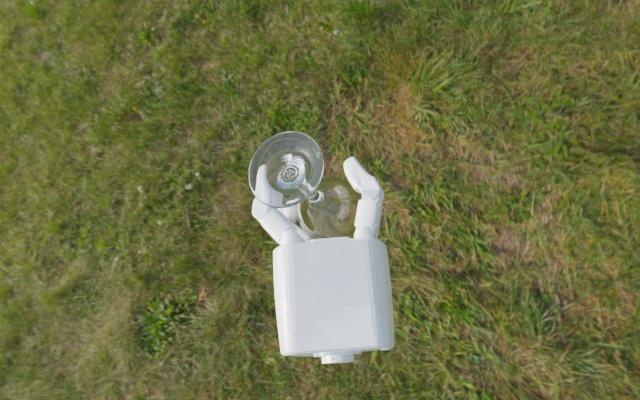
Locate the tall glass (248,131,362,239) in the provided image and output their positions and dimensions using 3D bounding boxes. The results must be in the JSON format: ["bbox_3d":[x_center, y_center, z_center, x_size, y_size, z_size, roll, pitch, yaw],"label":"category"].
[{"bbox_3d":[0.000,0.001,0.520,0.079,0.079,0.201,0,-17,20],"label":"tall glass"}]
